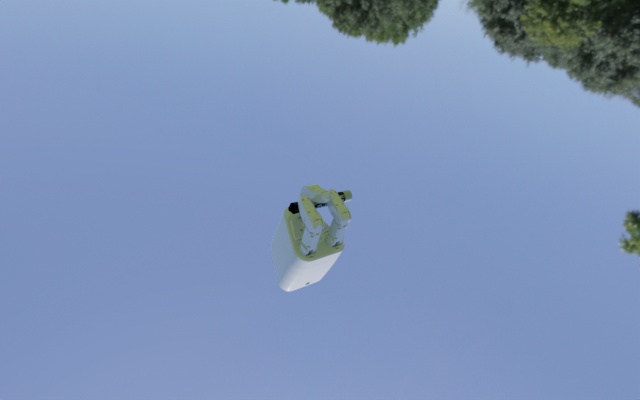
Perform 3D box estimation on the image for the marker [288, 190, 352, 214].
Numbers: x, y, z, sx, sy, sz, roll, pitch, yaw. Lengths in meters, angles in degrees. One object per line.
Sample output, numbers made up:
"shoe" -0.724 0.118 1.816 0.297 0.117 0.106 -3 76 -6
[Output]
"marker" 0.000 0.003 0.779 0.121 0.020 0.020 -13 7 -34
